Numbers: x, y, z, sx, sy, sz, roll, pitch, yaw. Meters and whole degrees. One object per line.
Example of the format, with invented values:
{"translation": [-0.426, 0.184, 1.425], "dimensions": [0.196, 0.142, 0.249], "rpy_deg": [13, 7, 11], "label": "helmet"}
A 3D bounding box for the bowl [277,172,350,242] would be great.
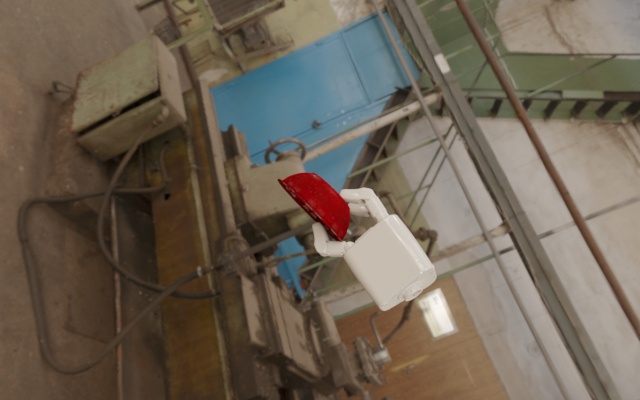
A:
{"translation": [-0.001, 0.002, 0.830], "dimensions": [0.162, 0.055, 0.162], "rpy_deg": [44, -5, 5], "label": "bowl"}
